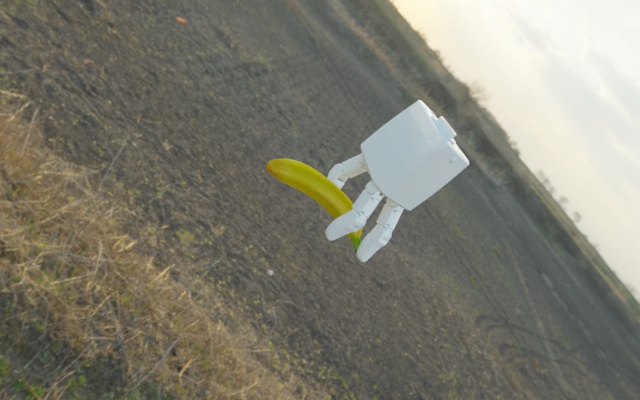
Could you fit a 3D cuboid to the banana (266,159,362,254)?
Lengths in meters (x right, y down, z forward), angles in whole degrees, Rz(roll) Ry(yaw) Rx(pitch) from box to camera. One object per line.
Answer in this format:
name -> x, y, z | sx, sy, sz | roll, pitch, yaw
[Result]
banana -> 0.002, -0.006, 0.679 | 0.037, 0.198, 0.069 | -38, 27, 22
